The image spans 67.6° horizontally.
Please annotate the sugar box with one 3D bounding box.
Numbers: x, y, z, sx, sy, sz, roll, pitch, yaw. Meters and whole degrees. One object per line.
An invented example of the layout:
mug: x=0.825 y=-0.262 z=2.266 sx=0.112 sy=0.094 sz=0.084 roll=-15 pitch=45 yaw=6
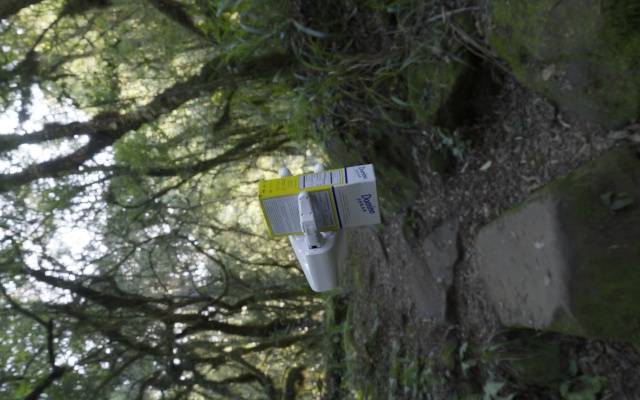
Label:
sugar box: x=0.000 y=0.002 z=0.729 sx=0.176 sy=0.093 sz=0.048 roll=-9 pitch=43 yaw=3
